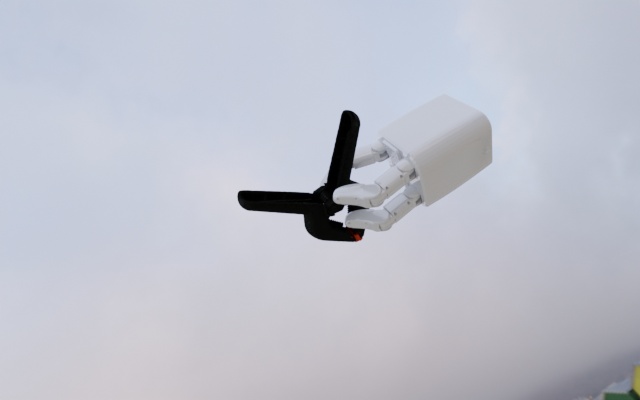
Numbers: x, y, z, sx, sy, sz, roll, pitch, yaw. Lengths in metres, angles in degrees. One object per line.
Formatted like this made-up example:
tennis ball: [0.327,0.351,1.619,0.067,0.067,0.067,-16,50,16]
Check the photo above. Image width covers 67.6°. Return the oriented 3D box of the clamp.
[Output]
clamp: [0.000,0.002,0.600,0.164,0.036,0.210,-32,-39,-4]
